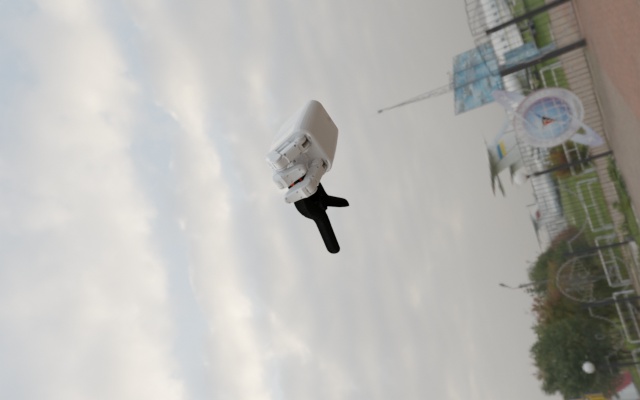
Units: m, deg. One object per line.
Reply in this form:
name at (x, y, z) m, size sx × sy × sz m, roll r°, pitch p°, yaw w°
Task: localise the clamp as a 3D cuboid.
clamp at (0.000, 0.003, 0.873) m, size 0.039 × 0.171 × 0.120 m, roll -15°, pitch 37°, yaw 28°
